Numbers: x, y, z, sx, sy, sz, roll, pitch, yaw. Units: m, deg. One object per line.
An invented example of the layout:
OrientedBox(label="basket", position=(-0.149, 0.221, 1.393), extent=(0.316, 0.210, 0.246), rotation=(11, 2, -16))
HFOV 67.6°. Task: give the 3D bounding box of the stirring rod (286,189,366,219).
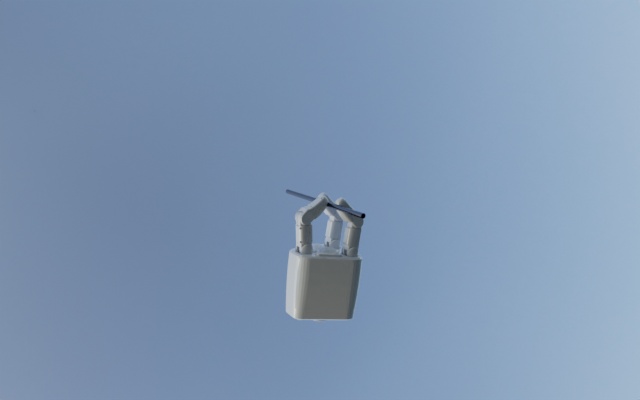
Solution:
OrientedBox(label="stirring rod", position=(0.000, 0.003, 0.781), extent=(0.011, 0.011, 0.239), rotation=(0, 9, -31))
